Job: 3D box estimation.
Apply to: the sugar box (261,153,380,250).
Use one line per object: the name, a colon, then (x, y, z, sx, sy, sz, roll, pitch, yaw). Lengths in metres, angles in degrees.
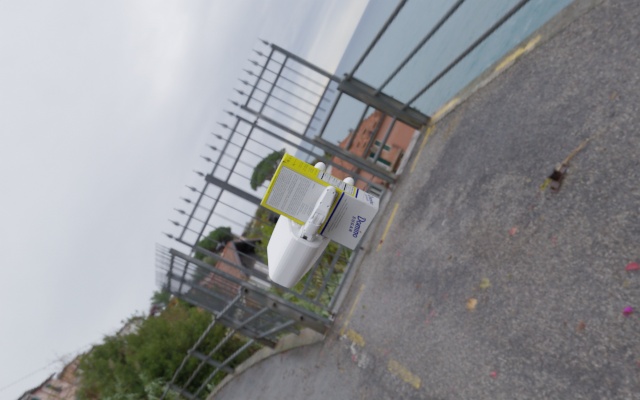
sugar box: (0.000, 0.002, 0.793, 0.176, 0.093, 0.048, 26, 29, -6)
